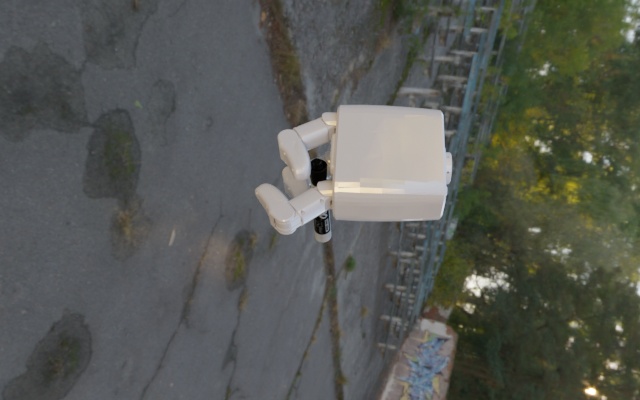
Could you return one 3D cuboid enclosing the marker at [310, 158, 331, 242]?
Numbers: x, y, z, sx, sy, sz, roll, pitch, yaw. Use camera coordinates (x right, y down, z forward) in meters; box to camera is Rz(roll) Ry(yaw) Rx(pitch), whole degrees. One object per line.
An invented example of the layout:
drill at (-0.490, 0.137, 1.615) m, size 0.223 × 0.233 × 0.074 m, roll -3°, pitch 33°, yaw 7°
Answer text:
marker at (0.000, 0.002, 0.496) m, size 0.020 × 0.020 × 0.121 m, roll 0°, pitch -40°, yaw 4°
